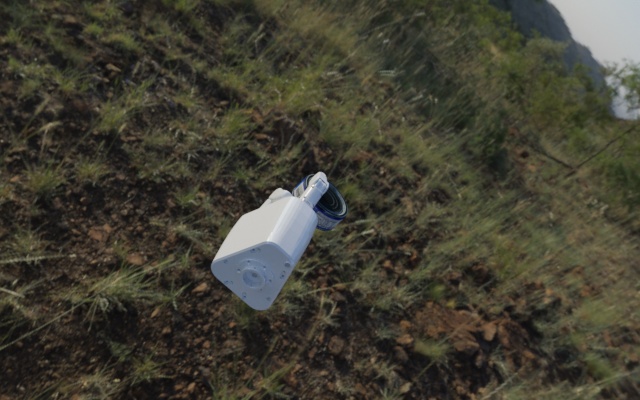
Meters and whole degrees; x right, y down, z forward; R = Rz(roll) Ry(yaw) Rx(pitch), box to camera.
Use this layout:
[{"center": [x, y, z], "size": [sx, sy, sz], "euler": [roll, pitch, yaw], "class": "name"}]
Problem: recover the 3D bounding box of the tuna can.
[{"center": [0.000, 0.002, 0.723], "size": [0.034, 0.086, 0.086], "euler": [-44, -24, 28], "class": "tuna can"}]
